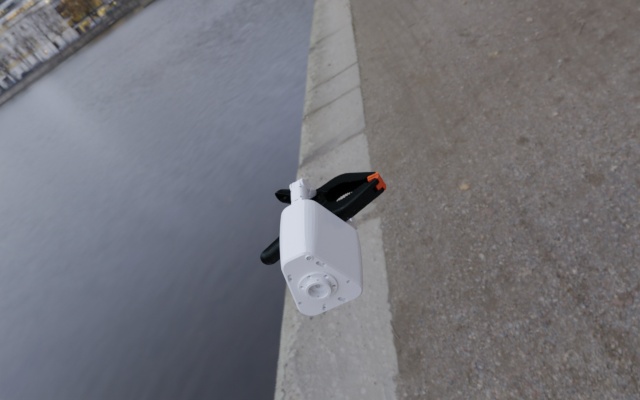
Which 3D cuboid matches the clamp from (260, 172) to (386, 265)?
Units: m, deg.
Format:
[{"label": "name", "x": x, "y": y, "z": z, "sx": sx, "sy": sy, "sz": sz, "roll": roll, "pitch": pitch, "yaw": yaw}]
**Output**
[{"label": "clamp", "x": 0.000, "y": 0.002, "z": 0.742, "sx": 0.210, "sy": 0.036, "sz": 0.164, "roll": -27, "pitch": 34, "yaw": 17}]
